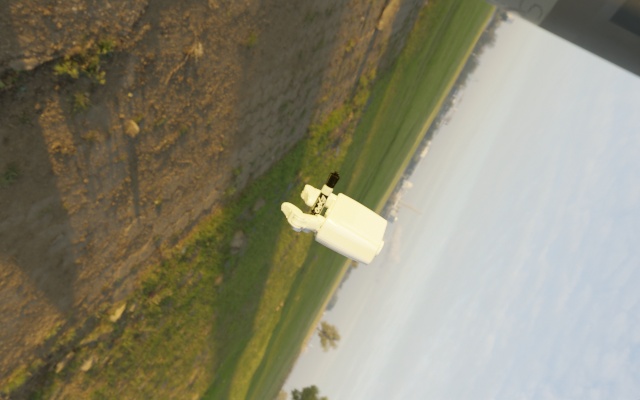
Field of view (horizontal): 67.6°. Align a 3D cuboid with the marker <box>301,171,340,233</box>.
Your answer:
[{"bbox_3d":[0.000,0.003,0.829,0.020,0.121,0.020,26,18,-9],"label":"marker"}]
